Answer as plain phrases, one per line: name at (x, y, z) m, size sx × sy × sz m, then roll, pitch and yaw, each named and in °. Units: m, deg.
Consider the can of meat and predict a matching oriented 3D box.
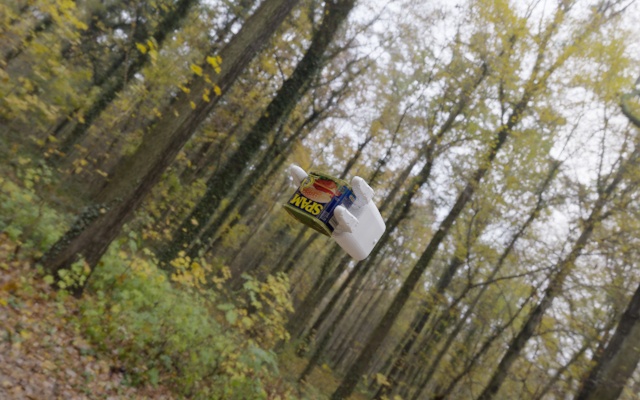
can of meat at (0.000, 0.002, 0.808) m, size 0.102 × 0.084 × 0.057 m, roll 24°, pitch -18°, yaw 41°
